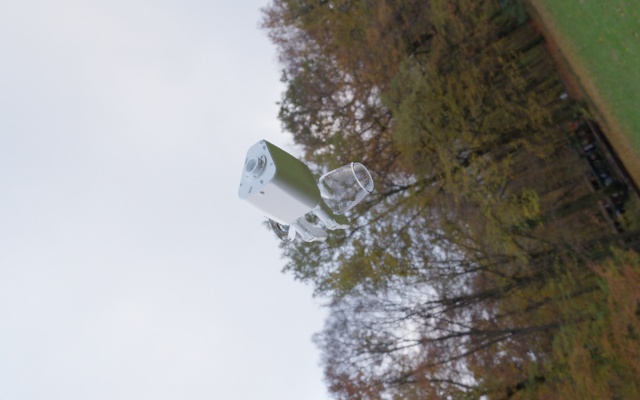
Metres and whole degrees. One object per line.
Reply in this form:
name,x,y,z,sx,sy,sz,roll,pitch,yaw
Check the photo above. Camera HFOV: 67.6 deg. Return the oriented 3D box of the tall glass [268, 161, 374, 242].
tall glass,0.000,0.003,0.880,0.201,0.079,0.079,-30,-16,28
